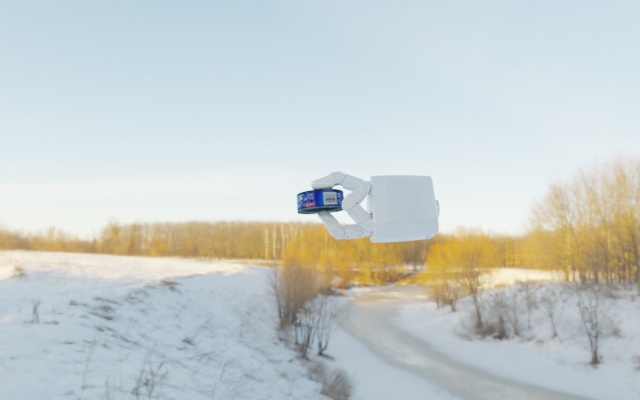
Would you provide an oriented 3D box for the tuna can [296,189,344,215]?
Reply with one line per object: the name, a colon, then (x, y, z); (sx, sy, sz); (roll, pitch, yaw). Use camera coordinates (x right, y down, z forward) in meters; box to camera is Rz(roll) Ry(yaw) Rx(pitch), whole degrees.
tuna can: (0.000, 0.002, 0.846); (0.086, 0.033, 0.086); (-4, -9, -1)
